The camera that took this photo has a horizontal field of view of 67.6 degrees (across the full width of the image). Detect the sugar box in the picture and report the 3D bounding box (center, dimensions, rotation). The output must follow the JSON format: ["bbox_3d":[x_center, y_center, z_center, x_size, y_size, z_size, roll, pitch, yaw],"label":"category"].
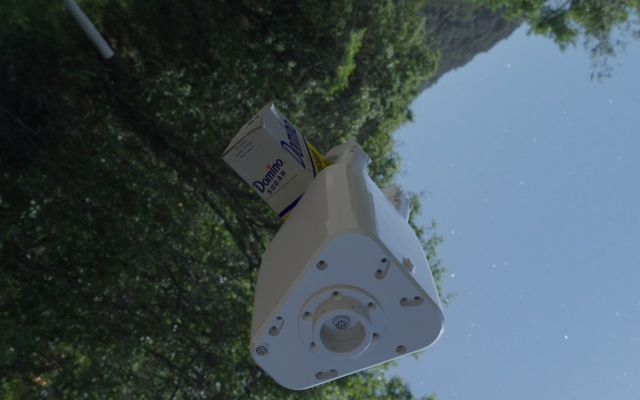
[{"bbox_3d":[0.001,0.001,0.405,0.048,0.176,0.093,-37,17,14],"label":"sugar box"}]
